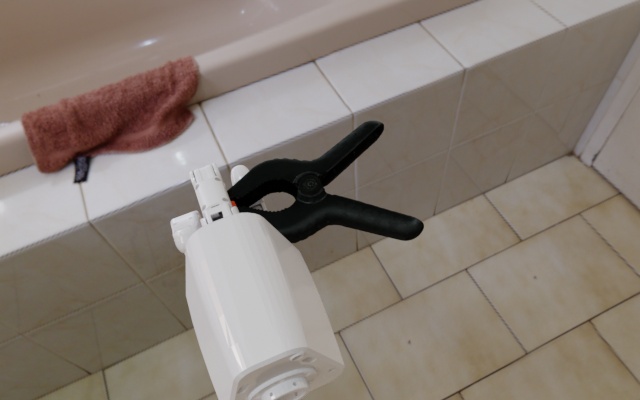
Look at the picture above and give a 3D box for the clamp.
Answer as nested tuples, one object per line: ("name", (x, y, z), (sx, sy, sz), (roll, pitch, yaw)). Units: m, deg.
("clamp", (0.000, 0.001, 0.405), (0.171, 0.120, 0.039), (-21, -33, -9))
